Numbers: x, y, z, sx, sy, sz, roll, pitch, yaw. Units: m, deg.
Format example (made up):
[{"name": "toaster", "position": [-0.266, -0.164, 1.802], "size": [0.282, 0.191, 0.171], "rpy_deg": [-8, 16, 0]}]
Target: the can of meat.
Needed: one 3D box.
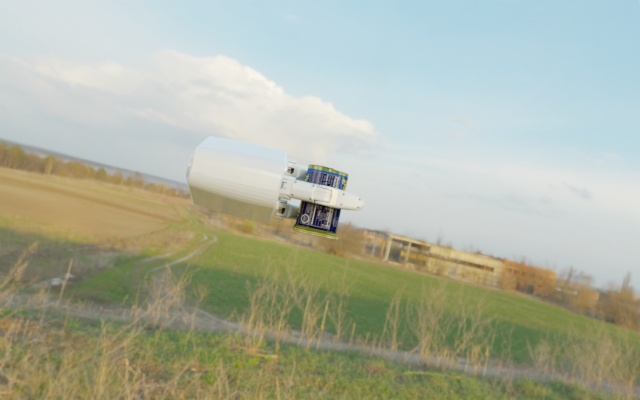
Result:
[{"name": "can of meat", "position": [0.000, 0.002, 0.618], "size": [0.057, 0.084, 0.102], "rpy_deg": [12, -2, -2]}]
